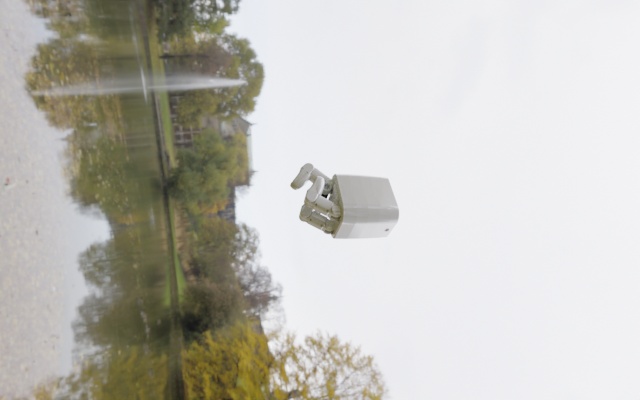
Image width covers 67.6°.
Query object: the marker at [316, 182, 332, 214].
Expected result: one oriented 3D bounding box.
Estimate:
[{"bbox_3d":[0.000,0.003,0.899,0.020,0.020,0.121,0,-28,-12],"label":"marker"}]
